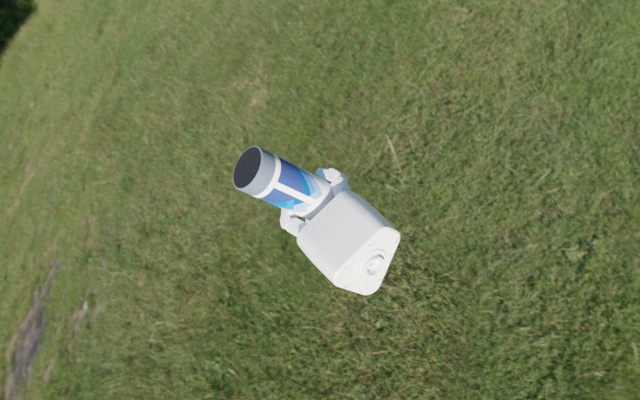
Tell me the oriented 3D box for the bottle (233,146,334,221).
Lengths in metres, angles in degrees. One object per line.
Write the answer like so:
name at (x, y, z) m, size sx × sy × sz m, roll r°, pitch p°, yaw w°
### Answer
bottle at (0.000, 0.002, 0.756) m, size 0.296 × 0.069 × 0.069 m, roll 25°, pitch -17°, yaw -40°
